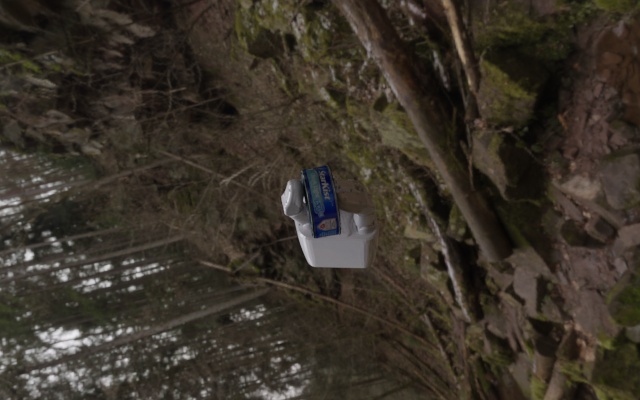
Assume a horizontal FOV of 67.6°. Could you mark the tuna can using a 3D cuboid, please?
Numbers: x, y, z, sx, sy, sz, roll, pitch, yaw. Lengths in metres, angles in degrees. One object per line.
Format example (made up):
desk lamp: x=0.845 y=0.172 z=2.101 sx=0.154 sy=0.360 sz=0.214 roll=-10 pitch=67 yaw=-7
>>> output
tuna can: x=0.000 y=0.002 z=0.572 sx=0.034 sy=0.086 sz=0.086 roll=-10 pitch=1 yaw=-4
